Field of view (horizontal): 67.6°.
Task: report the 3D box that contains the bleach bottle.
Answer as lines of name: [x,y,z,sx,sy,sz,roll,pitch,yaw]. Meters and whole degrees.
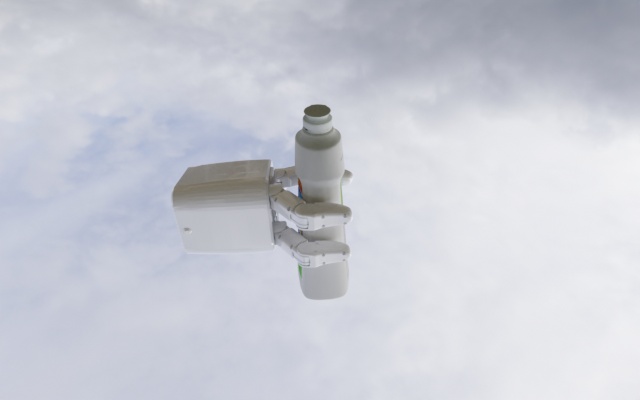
bleach bottle: [0.000,0.002,0.568,0.068,0.251,0.102,-4,38,-2]
